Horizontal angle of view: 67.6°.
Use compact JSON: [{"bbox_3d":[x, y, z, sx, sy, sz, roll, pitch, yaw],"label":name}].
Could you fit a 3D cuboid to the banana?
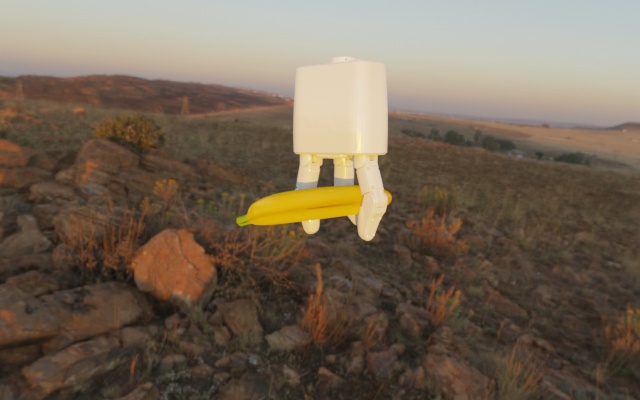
[{"bbox_3d":[0.001,0.003,0.565,0.198,0.037,0.069,-7,2,-13],"label":"banana"}]
